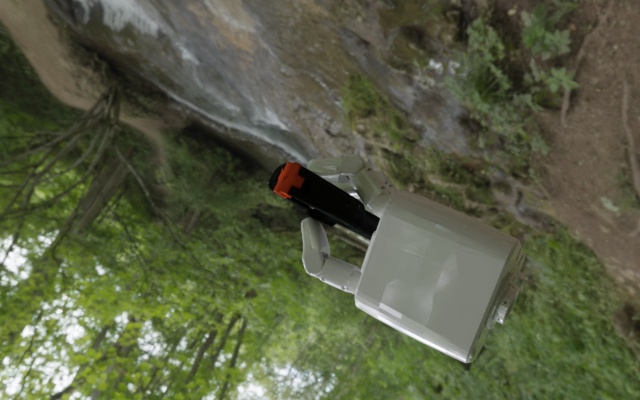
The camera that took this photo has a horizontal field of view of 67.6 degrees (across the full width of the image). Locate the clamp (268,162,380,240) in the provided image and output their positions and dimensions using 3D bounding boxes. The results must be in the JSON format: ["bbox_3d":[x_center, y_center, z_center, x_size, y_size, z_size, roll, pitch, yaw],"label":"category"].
[{"bbox_3d":[0.000,0.002,0.473,0.164,0.036,0.210,23,-4,30],"label":"clamp"}]
